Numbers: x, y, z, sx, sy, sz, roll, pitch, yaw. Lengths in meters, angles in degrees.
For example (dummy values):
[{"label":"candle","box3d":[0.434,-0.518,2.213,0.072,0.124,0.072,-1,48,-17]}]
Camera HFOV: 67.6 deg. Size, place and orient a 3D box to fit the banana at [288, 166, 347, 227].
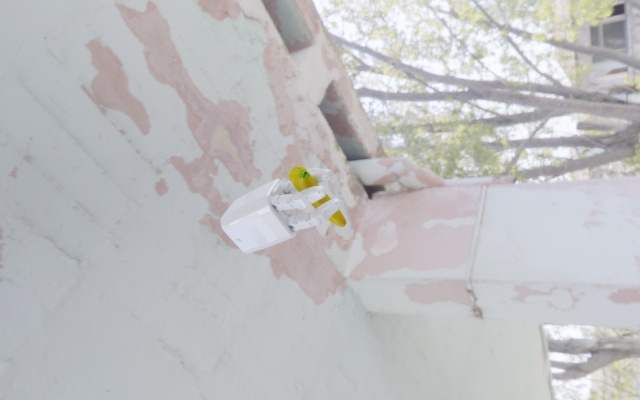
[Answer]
[{"label":"banana","box3d":[-0.011,-0.010,0.863,0.069,0.037,0.198,51,2,36]}]
